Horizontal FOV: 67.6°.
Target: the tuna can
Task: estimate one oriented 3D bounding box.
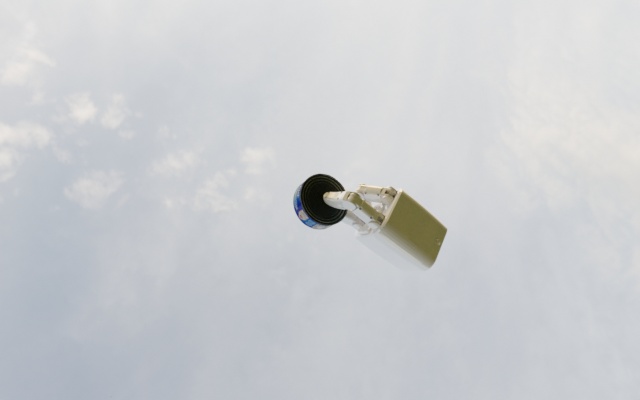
[{"bbox_3d":[0.000,0.003,0.763,0.086,0.086,0.034,0,-17,-28],"label":"tuna can"}]
